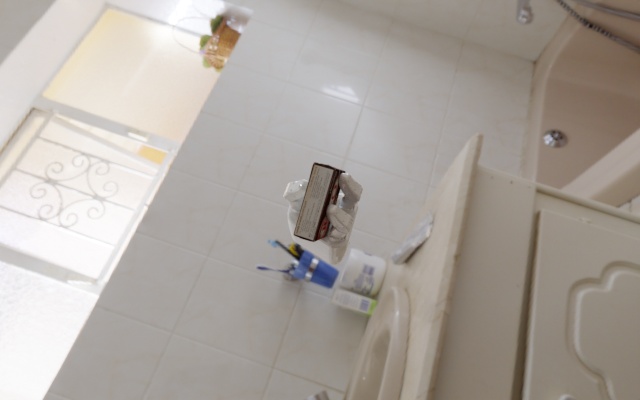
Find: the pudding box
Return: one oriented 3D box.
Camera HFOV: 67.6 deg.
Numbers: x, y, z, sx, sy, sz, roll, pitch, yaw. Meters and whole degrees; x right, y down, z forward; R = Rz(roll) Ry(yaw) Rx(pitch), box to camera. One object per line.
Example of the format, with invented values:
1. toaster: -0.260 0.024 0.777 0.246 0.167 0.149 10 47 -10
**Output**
1. pudding box: 0.000 0.002 0.718 0.039 0.113 0.090 15 4 10
